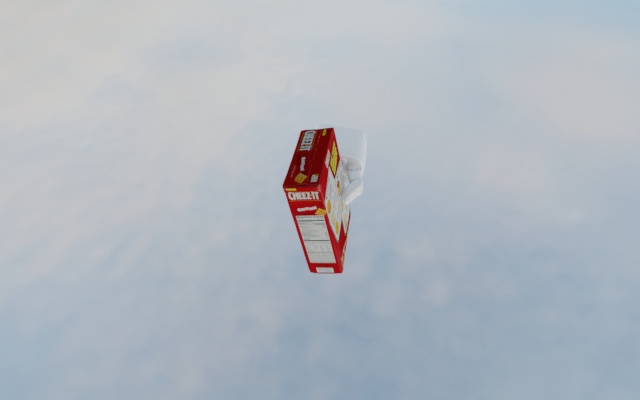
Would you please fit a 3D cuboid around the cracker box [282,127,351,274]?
[{"bbox_3d":[0.000,0.003,0.865,0.072,0.214,0.164,-3,41,14],"label":"cracker box"}]
